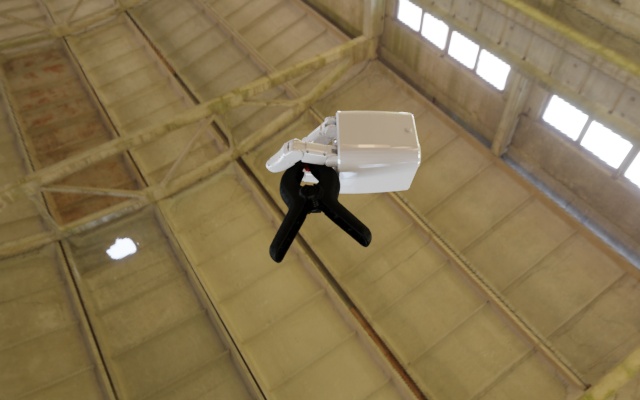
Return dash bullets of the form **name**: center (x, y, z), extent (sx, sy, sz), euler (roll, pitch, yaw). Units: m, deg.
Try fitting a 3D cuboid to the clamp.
- **clamp**: center (0.000, 0.002, 0.602), extent (0.120, 0.171, 0.039), euler (0, -38, 0)
